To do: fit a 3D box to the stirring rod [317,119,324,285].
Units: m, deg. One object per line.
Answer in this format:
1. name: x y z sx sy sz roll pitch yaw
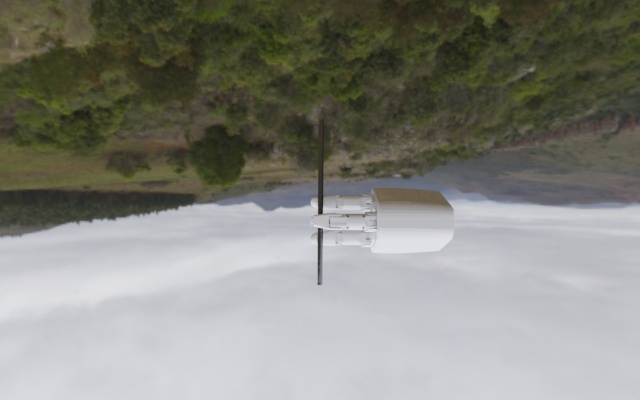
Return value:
1. stirring rod: 0.000 0.002 0.695 0.011 0.239 0.011 1 0 0
